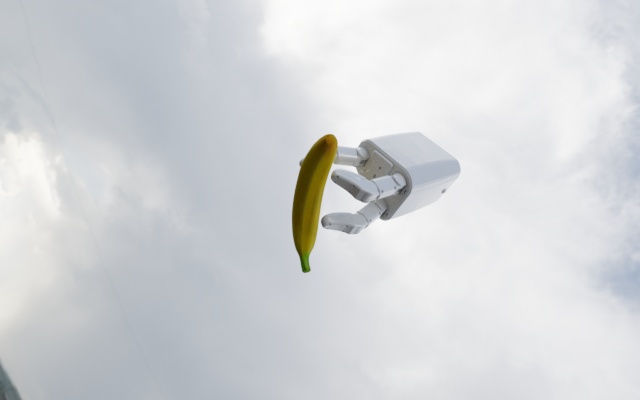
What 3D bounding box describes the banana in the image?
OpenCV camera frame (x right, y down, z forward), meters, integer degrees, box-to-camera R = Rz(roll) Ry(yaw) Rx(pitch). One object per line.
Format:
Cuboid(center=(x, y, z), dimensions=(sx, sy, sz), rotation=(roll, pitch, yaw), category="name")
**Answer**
Cuboid(center=(-0.009, -0.004, 0.615), dimensions=(0.037, 0.198, 0.069), rotation=(-8, 34, -27), category="banana")
